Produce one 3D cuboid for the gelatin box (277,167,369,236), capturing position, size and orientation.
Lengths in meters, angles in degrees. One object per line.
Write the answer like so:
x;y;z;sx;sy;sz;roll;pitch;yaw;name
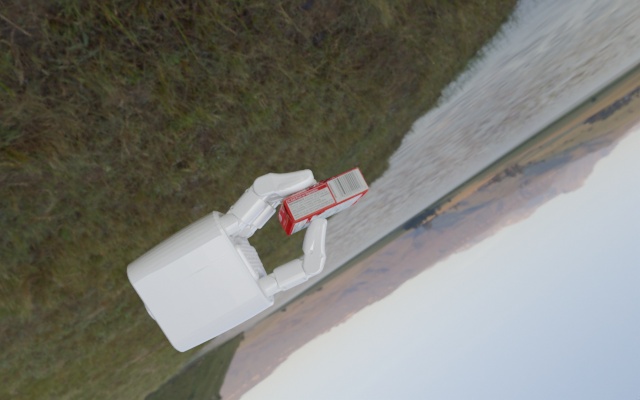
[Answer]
0.001;0.002;0.508;0.089;0.030;0.073;-24;-8;-12;gelatin box
